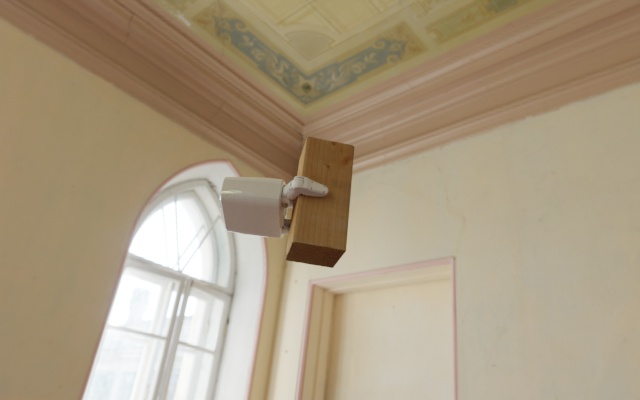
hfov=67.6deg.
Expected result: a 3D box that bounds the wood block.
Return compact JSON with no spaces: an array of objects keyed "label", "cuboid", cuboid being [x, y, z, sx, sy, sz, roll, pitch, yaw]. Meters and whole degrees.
[{"label":"wood block","cuboid":[0.000,0.002,0.847,0.090,0.206,0.091,11,-28,-8]}]
